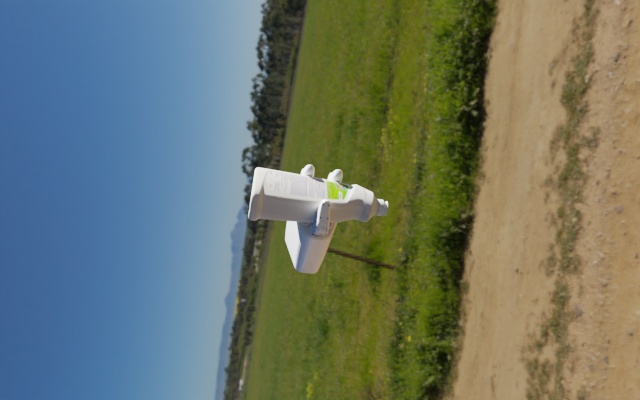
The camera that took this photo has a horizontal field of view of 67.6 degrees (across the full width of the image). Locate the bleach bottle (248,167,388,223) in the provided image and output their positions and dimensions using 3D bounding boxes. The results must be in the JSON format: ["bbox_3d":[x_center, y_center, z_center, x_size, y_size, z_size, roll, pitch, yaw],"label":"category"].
[{"bbox_3d":[0.000,0.003,0.870,0.251,0.068,0.102,8,40,-8],"label":"bleach bottle"}]
